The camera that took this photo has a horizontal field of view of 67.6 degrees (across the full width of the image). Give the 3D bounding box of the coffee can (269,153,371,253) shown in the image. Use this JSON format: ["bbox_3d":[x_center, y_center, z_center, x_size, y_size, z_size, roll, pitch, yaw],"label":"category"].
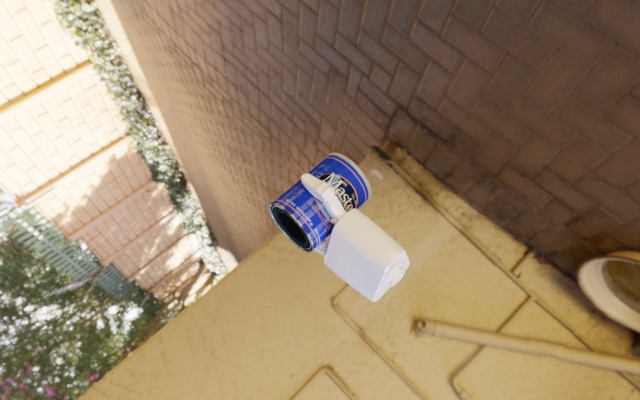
[{"bbox_3d":[0.000,0.002,0.790,0.140,0.103,0.103,-41,17,-21],"label":"coffee can"}]
